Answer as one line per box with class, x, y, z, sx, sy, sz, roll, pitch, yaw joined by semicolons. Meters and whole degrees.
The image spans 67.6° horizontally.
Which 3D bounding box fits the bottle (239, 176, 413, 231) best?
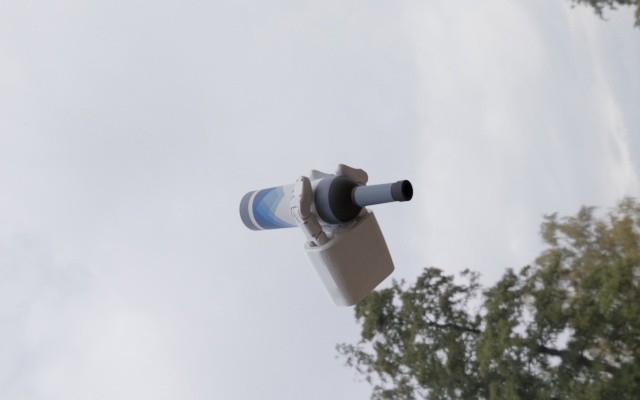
bottle;0.000;0.002;0.690;0.296;0.069;0.069;-8;-5;42
